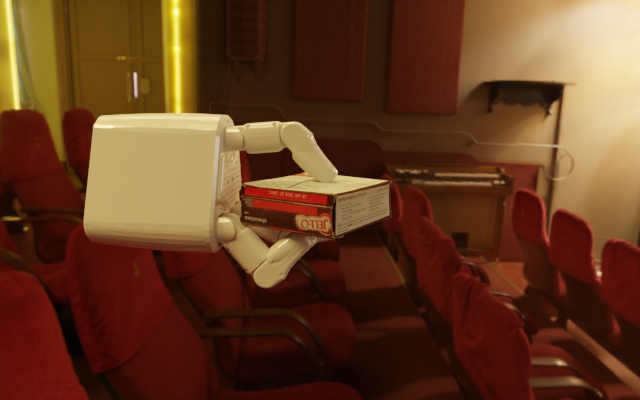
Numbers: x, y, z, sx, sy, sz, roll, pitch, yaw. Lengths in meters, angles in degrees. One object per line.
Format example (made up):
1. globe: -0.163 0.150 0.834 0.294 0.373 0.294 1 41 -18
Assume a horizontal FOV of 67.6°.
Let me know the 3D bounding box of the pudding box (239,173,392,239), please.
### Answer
1. pudding box: 0.000 0.001 0.412 0.090 0.039 0.113 8 13 30
